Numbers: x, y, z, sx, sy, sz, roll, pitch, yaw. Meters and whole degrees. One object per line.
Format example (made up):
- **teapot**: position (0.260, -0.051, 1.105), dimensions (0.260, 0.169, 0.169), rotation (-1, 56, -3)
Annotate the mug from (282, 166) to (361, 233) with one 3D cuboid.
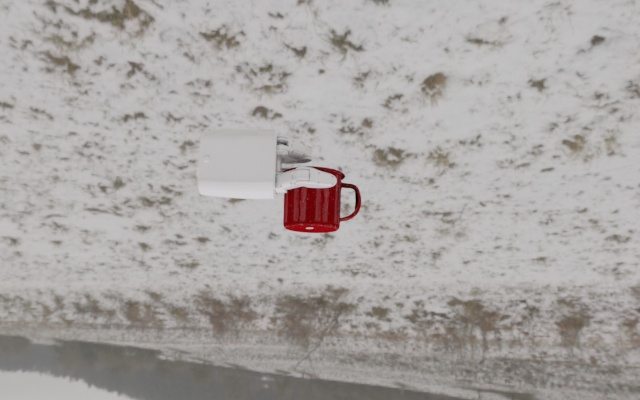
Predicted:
- **mug**: position (0.002, 0.003, 0.688), dimensions (0.117, 0.081, 0.093), rotation (1, -12, 3)
